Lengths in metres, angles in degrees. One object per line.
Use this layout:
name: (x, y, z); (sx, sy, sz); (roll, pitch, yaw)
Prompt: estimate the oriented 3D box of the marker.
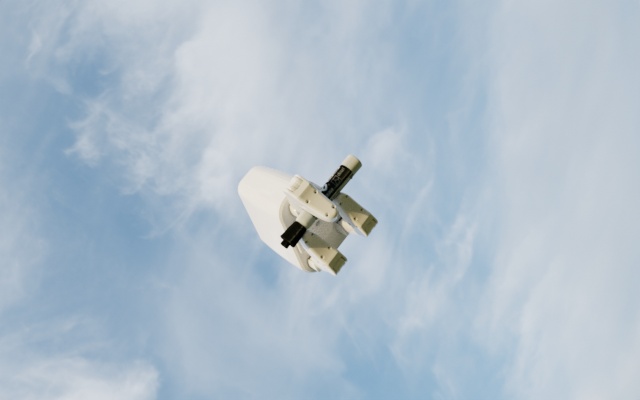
marker: (0.000, 0.002, 0.499); (0.020, 0.121, 0.020); (37, -14, 11)
